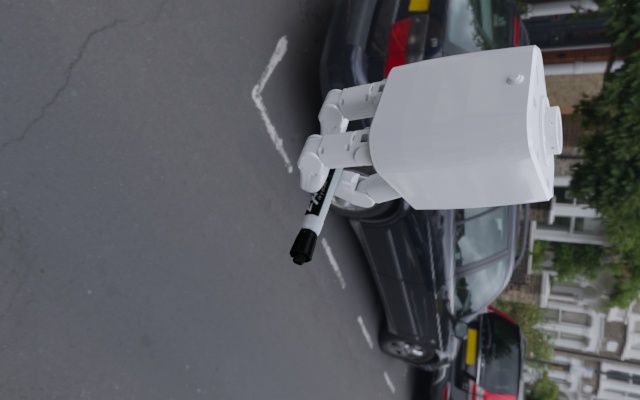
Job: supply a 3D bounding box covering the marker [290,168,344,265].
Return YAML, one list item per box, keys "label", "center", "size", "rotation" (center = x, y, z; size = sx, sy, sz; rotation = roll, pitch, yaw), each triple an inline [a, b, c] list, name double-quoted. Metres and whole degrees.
- label: "marker"
  center: [0.000, 0.001, 0.412]
  size: [0.020, 0.121, 0.020]
  rotation: [15, -32, 9]
